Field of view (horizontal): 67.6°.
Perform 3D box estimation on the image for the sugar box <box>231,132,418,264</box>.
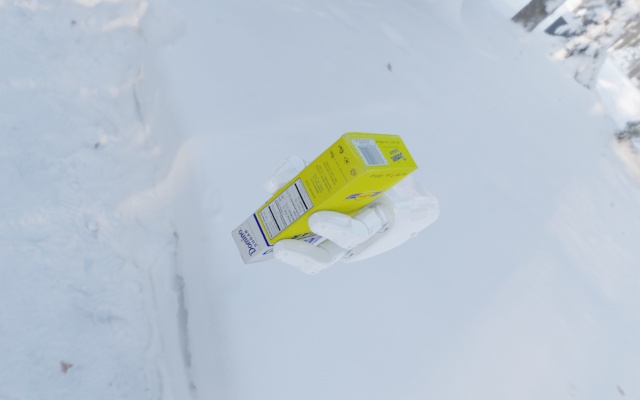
[{"bbox_3d":[0.000,0.002,0.469,0.093,0.048,0.176,-6,-28,-50],"label":"sugar box"}]
